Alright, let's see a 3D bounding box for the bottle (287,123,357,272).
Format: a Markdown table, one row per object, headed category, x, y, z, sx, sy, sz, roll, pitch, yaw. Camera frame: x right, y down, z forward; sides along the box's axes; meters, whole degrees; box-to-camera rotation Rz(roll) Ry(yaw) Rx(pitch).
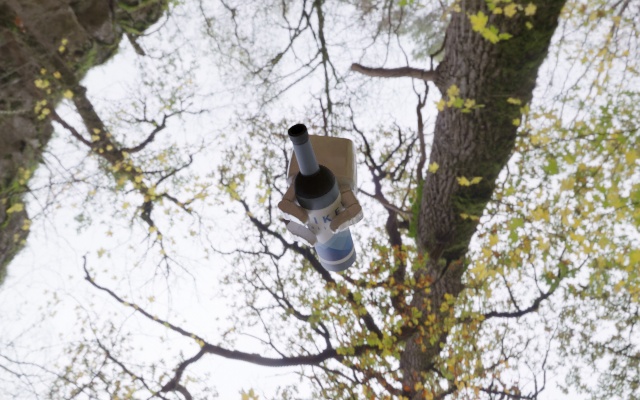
| category | x | y | z | sx | sy | sz | roll | pitch | yaw |
| --- | --- | --- | --- | --- | --- | --- | --- | --- | --- |
| bottle | 0.000 | 0.003 | 0.748 | 0.069 | 0.069 | 0.296 | 0 | -42 | 17 |
